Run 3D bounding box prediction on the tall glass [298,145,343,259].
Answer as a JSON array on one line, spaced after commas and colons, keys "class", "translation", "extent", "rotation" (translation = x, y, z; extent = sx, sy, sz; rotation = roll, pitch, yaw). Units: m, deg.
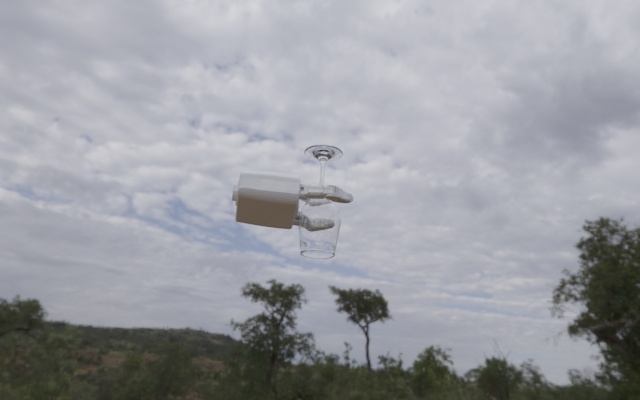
[{"class": "tall glass", "translation": [0.000, 0.002, 0.881], "extent": [0.079, 0.201, 0.079], "rotation": [3, -20, 1]}]
